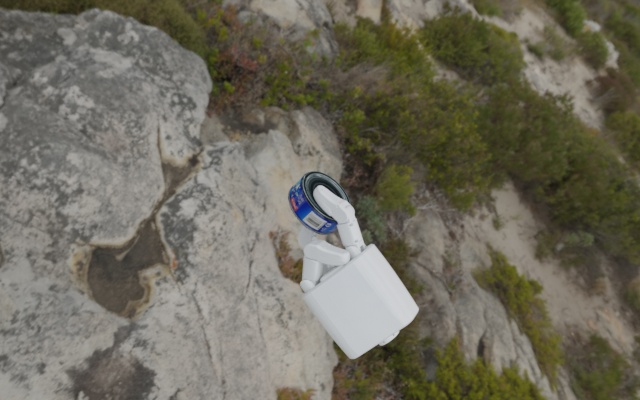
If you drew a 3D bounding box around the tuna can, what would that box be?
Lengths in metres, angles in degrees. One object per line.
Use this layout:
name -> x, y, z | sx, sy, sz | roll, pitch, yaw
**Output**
tuna can -> 0.000, 0.002, 0.653 | 0.086, 0.086, 0.034 | 0, -34, -46
